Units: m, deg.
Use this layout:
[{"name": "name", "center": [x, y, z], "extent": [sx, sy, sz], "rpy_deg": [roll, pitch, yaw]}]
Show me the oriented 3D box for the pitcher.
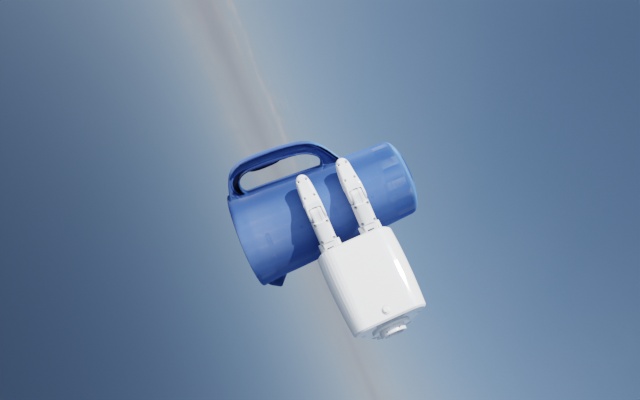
[{"name": "pitcher", "center": [0.000, 0.002, 0.655], "extent": [0.243, 0.145, 0.149], "rpy_deg": [-23, -26, -3]}]
